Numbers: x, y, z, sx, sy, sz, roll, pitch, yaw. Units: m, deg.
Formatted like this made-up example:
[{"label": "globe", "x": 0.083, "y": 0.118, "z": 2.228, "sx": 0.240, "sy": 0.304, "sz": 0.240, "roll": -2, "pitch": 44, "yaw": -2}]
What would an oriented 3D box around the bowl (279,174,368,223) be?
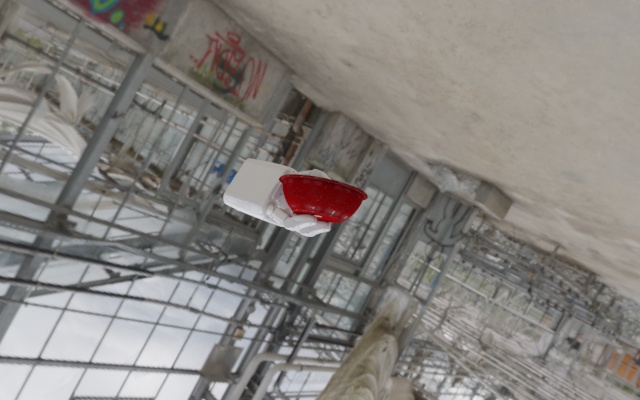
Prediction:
[{"label": "bowl", "x": 0.001, "y": 0.003, "z": 0.844, "sx": 0.162, "sy": 0.055, "sz": 0.162, "roll": 11, "pitch": -10, "yaw": 2}]
